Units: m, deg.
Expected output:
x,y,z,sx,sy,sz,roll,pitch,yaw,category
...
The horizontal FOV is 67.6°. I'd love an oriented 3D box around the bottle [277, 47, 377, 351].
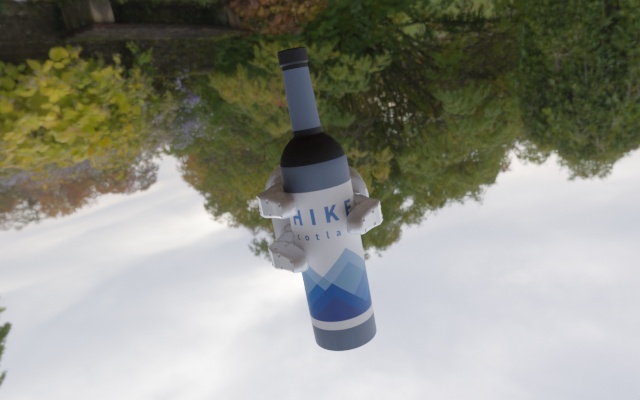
x,y,z,sx,sy,sz,roll,pitch,yaw,category
0.000,0.002,0.474,0.069,0.296,0.069,-10,13,2,bottle
